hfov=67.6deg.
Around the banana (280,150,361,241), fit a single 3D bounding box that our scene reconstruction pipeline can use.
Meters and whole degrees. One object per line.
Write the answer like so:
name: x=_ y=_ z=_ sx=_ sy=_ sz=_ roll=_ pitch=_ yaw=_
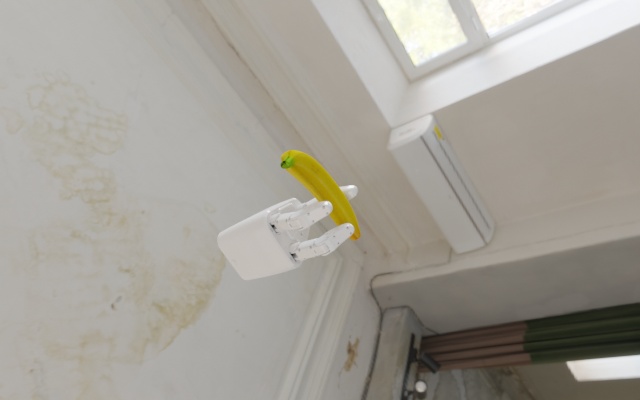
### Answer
banana: x=-0.001 y=-0.014 z=0.681 sx=0.037 sy=0.069 sz=0.198 roll=-22 pitch=-44 yaw=26
